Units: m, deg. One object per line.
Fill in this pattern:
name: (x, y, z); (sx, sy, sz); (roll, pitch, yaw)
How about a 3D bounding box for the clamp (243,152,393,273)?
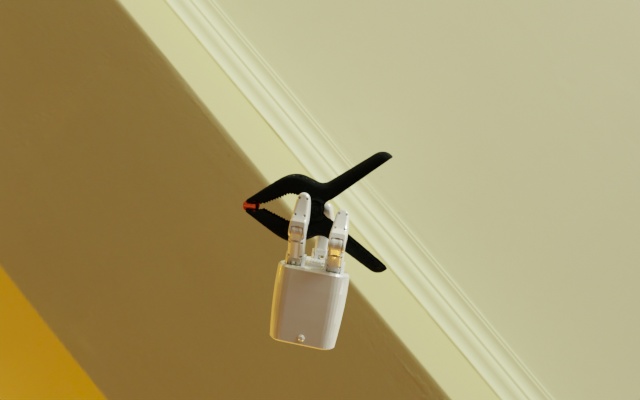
clamp: (0.000, 0.002, 0.661); (0.210, 0.164, 0.036); (10, 1, 7)
